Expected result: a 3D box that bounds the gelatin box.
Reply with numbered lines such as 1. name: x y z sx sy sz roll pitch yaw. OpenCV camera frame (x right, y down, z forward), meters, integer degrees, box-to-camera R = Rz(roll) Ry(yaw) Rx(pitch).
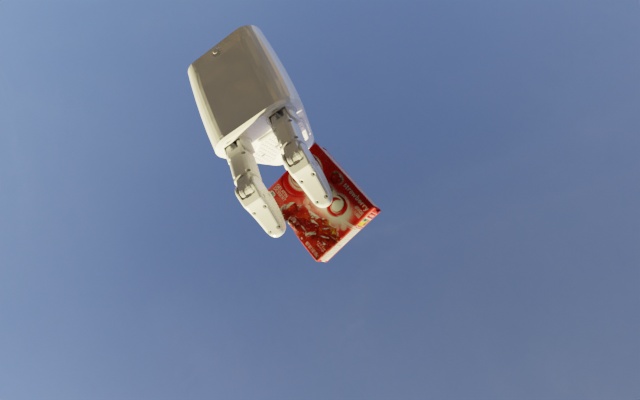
1. gelatin box: 0.000 0.002 0.451 0.073 0.089 0.030 -44 -20 10
